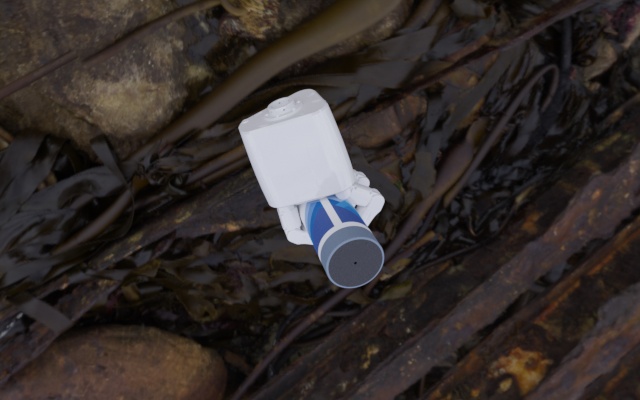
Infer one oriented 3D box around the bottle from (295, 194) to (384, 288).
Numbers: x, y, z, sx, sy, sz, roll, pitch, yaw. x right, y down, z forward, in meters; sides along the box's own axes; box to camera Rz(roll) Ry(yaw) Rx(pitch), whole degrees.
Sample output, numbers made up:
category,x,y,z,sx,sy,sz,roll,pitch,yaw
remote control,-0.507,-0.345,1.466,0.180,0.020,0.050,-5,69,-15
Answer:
category,x,y,z,sx,sy,sz,roll,pitch,yaw
bottle,0.000,0.002,0.641,0.069,0.069,0.295,0,27,-17
